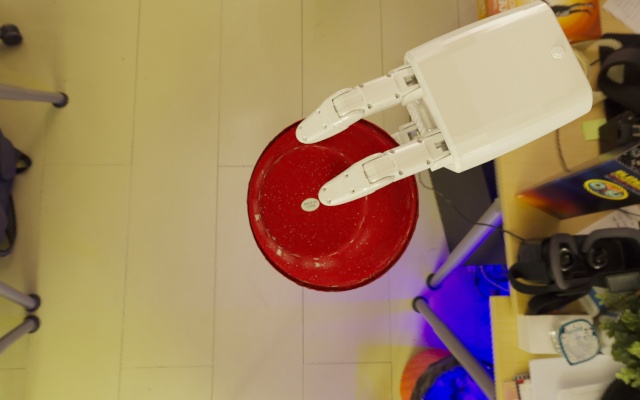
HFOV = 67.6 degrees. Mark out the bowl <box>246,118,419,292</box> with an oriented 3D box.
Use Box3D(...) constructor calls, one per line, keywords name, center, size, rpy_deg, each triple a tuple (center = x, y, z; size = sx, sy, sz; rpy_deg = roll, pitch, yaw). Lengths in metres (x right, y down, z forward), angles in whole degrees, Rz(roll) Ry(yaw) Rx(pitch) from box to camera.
Box3D(name="bowl", center=(-0.001, 0.002, 0.407), size=(0.162, 0.162, 0.055), rpy_deg=(0, -1, 17))
